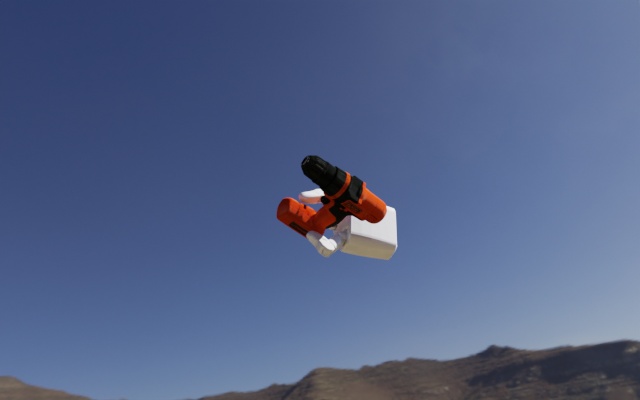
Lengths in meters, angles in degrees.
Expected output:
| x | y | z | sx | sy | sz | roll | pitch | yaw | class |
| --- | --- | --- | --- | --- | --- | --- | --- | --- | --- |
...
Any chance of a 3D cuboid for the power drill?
| x | y | z | sx | sy | sz | roll | pitch | yaw | class |
| --- | --- | --- | --- | --- | --- | --- | --- | --- | --- |
| 0.000 | 0.003 | 0.876 | 0.184 | 0.057 | 0.188 | 36 | -37 | -23 | power drill |
